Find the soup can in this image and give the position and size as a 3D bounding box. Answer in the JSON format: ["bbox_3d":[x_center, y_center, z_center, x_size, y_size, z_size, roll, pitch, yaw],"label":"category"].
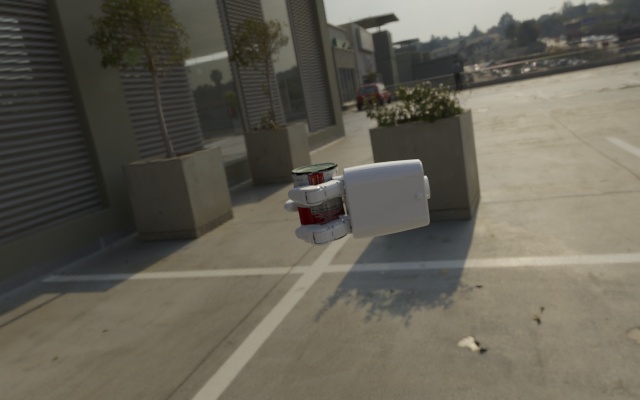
[{"bbox_3d":[0.000,0.002,0.681,0.068,0.102,0.068,-10,12,2],"label":"soup can"}]
